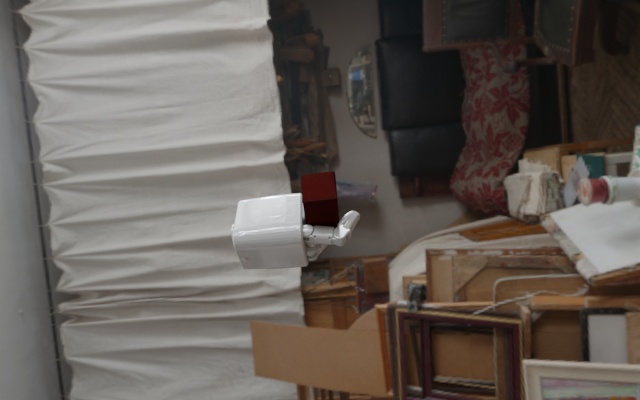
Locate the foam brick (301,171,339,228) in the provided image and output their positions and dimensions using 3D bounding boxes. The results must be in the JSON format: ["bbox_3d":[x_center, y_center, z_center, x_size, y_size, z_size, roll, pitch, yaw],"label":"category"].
[{"bbox_3d":[0.000,0.002,0.716,0.051,0.053,0.078,-5,-37,1],"label":"foam brick"}]
